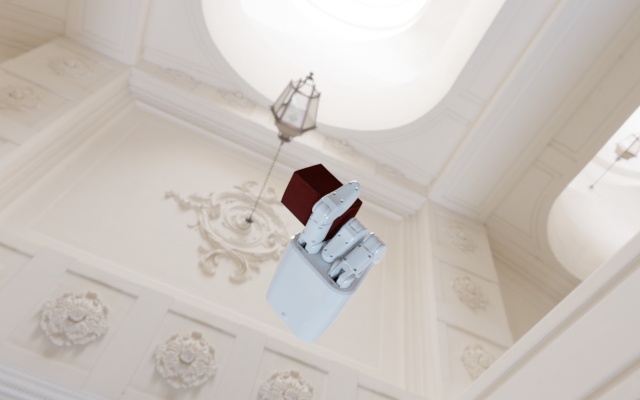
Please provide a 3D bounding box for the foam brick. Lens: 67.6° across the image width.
[{"bbox_3d":[0.000,0.002,0.577,0.053,0.051,0.078,-18,55,-46],"label":"foam brick"}]
